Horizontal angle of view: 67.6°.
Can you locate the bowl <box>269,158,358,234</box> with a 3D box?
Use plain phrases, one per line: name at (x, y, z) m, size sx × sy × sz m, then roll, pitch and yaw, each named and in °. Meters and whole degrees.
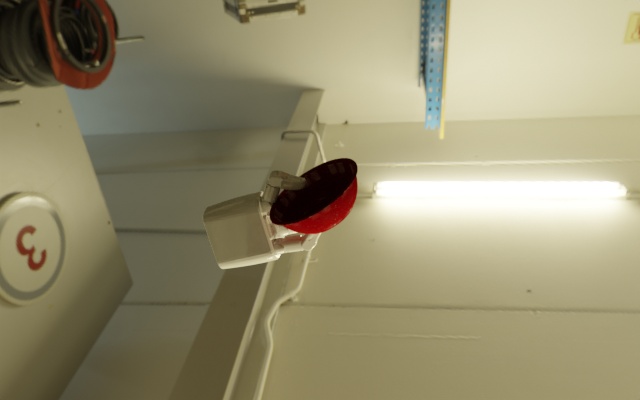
bowl at (0.001, 0.002, 0.757) m, size 0.162 × 0.055 × 0.162 m, roll -28°, pitch 25°, yaw 14°
